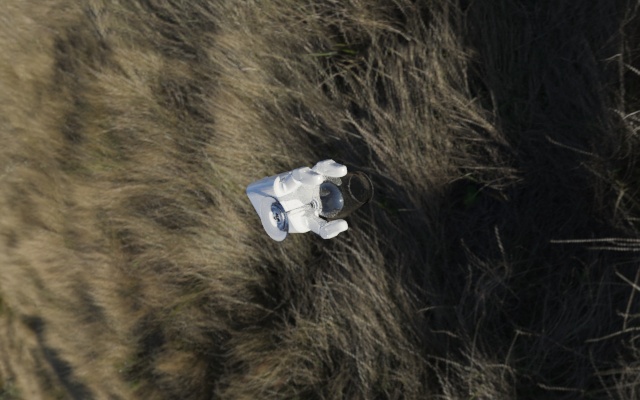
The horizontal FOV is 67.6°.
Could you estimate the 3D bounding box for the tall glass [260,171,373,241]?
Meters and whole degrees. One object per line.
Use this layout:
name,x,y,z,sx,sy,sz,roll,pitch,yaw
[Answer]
tall glass,0.000,0.003,0.807,0.201,0.079,0.079,-19,12,-38
